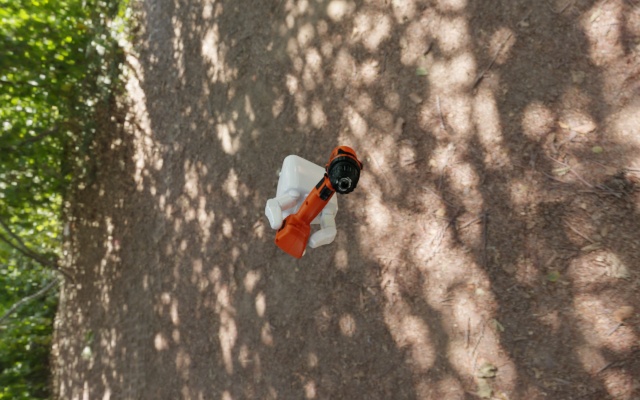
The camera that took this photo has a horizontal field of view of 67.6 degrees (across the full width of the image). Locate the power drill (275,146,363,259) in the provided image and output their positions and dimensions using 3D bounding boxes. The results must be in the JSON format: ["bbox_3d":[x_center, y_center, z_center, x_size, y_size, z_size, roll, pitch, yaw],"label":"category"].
[{"bbox_3d":[0.000,0.003,0.779,0.057,0.188,0.184,36,16,-7],"label":"power drill"}]
